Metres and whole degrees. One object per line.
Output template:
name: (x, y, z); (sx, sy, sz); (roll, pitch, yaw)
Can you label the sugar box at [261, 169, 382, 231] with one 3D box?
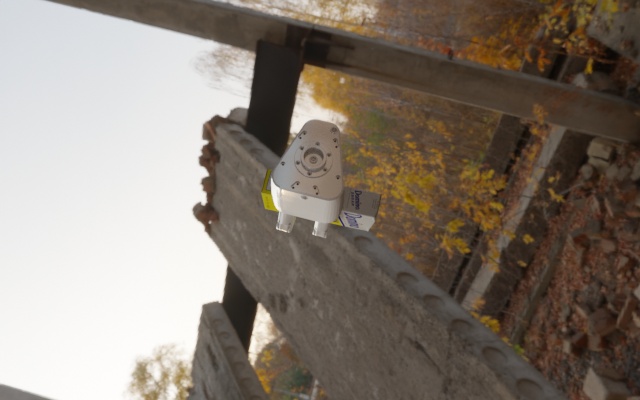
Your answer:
sugar box: (0.000, 0.003, 0.746); (0.176, 0.048, 0.093); (15, -16, 3)
